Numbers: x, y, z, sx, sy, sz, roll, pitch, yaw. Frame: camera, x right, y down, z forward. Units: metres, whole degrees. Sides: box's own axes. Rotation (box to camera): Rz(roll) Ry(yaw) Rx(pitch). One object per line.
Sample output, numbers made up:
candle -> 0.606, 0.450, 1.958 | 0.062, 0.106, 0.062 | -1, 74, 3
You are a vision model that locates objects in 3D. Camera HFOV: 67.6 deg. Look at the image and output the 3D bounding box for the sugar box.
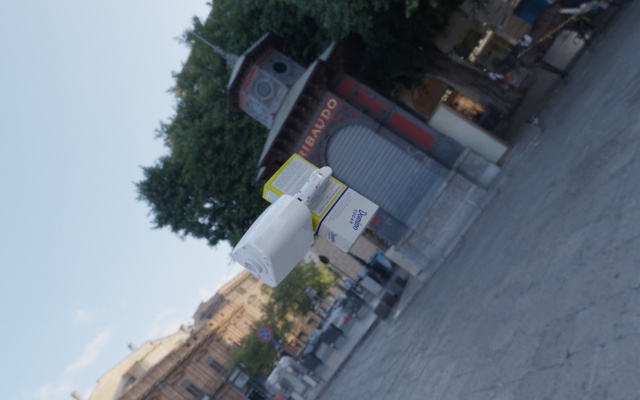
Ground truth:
sugar box -> 0.000, 0.003, 0.810 | 0.176, 0.093, 0.048 | 35, -31, 7
